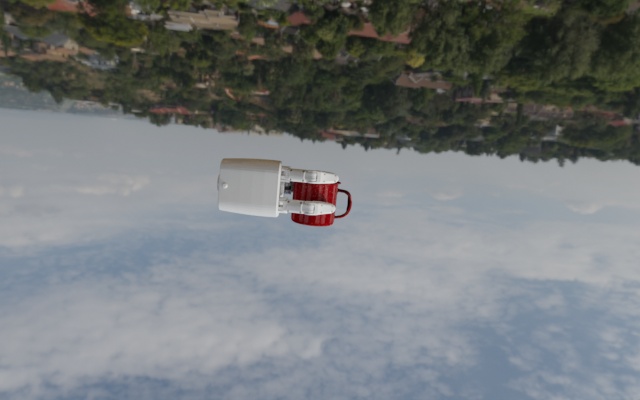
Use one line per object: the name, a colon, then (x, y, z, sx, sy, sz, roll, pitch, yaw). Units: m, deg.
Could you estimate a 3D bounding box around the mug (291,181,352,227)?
mug: (0.002, 0.003, 0.891, 0.117, 0.081, 0.093, 6, 8, 1)
